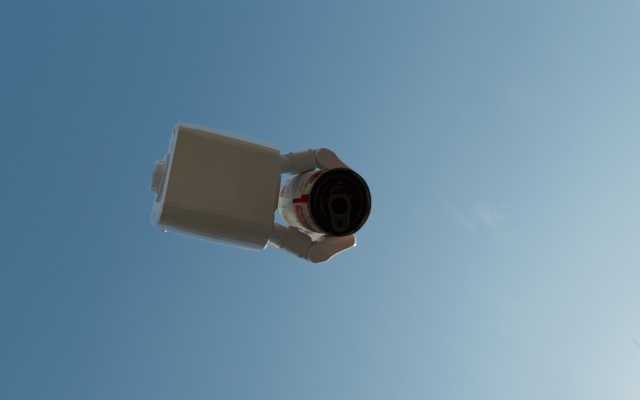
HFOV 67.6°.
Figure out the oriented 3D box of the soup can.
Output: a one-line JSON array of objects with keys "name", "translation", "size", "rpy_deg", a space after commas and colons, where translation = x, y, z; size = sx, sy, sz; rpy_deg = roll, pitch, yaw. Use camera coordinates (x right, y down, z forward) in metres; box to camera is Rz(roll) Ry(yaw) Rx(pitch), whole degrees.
[{"name": "soup can", "translation": [0.000, 0.002, 0.509], "size": [0.068, 0.068, 0.102], "rpy_deg": [0, 0, -23]}]
